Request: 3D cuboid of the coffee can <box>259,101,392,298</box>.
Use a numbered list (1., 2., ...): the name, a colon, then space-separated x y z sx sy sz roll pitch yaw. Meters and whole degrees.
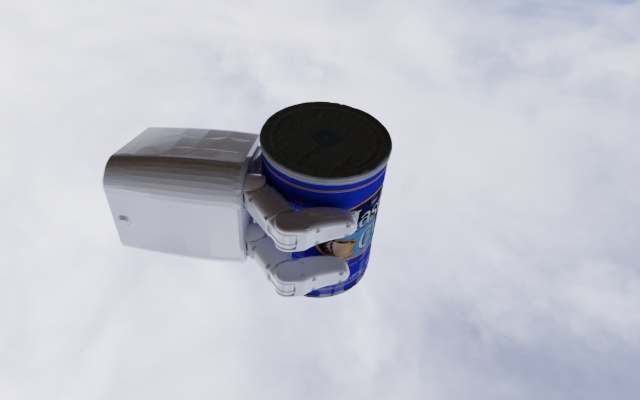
1. coffee can: 0.000 0.001 0.415 0.103 0.140 0.102 3 43 -3
